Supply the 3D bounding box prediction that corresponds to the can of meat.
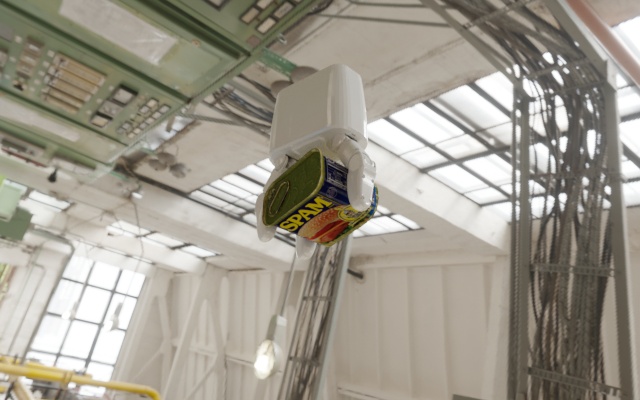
[{"bbox_3d":[0.000,0.002,0.516,0.084,0.057,0.102,25,-43,-32],"label":"can of meat"}]
